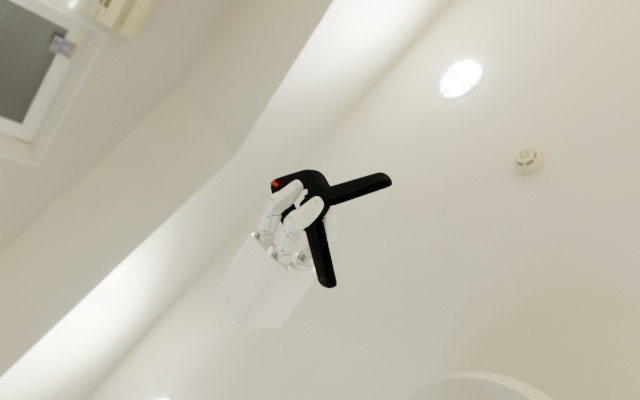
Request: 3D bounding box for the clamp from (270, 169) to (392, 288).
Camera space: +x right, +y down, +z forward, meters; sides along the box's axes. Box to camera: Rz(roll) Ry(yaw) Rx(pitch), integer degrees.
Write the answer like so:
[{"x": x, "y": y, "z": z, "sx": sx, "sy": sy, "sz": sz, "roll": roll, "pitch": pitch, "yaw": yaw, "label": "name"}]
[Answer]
[{"x": 0.000, "y": 0.002, "z": 0.675, "sx": 0.036, "sy": 0.164, "sz": 0.210, "roll": 30, "pitch": 7, "yaw": -43, "label": "clamp"}]
